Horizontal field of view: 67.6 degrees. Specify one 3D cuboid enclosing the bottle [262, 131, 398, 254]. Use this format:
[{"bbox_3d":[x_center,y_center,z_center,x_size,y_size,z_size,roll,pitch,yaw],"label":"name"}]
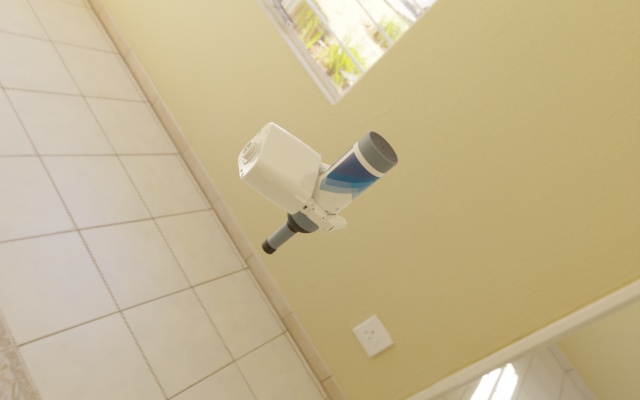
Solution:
[{"bbox_3d":[0.000,0.003,0.808,0.296,0.069,0.069,-41,-22,28],"label":"bottle"}]
